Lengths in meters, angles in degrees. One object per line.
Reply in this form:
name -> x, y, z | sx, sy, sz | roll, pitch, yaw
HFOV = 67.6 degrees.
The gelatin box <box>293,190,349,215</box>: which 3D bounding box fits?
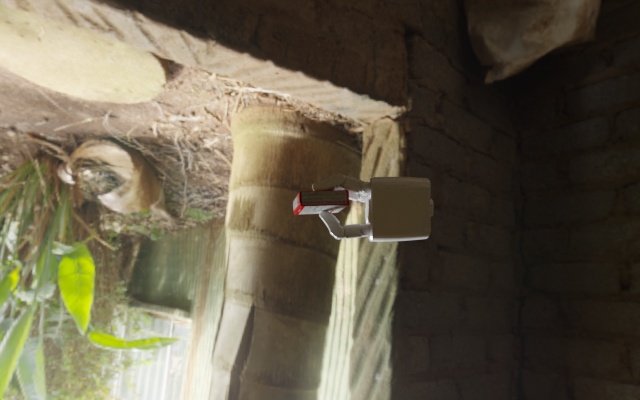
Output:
gelatin box -> 0.000, 0.003, 0.856 | 0.089, 0.030, 0.073 | -2, -12, -13
